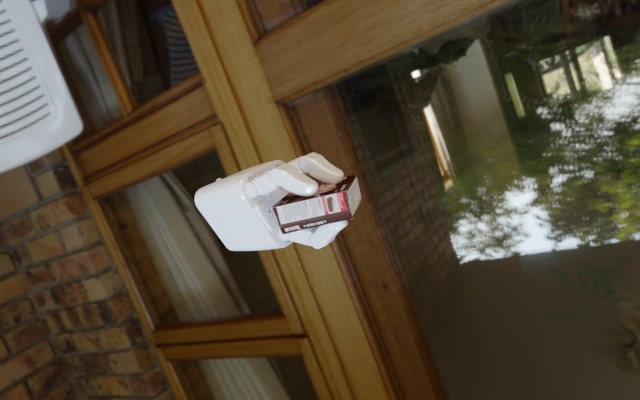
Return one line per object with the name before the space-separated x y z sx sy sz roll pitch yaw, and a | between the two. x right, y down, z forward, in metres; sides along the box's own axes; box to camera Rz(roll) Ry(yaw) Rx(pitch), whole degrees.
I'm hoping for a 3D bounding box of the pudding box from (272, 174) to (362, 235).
pudding box | 0.000 0.002 0.588 0.090 0.039 0.113 -14 12 12
